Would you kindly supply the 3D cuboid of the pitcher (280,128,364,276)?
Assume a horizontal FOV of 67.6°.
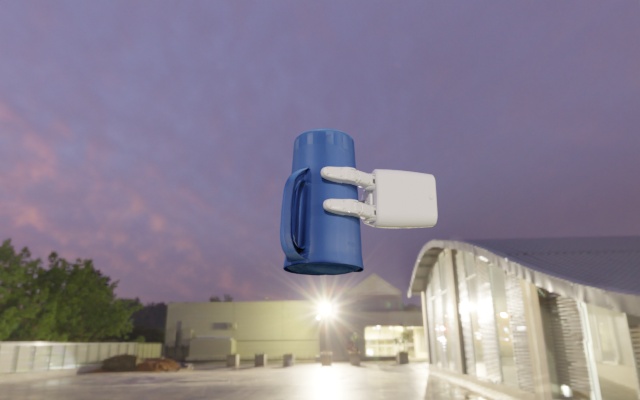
[{"bbox_3d":[0.000,0.003,0.811,0.145,0.242,0.149,3,-17,-9],"label":"pitcher"}]
